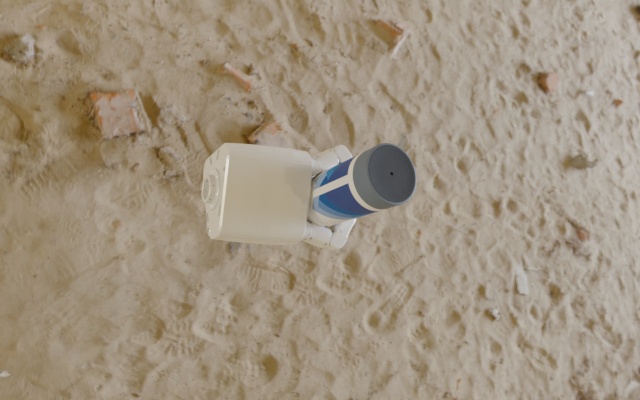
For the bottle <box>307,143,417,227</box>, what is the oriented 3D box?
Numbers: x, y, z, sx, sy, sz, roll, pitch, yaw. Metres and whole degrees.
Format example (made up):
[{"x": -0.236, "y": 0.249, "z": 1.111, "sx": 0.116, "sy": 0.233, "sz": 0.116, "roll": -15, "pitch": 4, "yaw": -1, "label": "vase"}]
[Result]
[{"x": 0.000, "y": 0.002, "z": 0.615, "sx": 0.069, "sy": 0.069, "sz": 0.296, "roll": 0, "pitch": -12, "yaw": -31, "label": "bottle"}]
